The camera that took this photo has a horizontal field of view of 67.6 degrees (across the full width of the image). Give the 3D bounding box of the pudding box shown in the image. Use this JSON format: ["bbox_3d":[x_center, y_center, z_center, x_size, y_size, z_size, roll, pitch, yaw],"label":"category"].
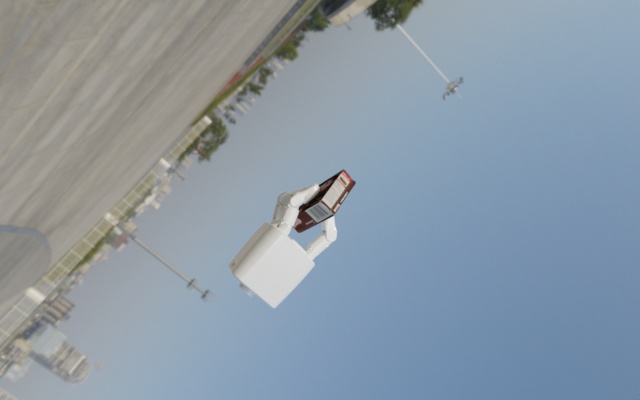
[{"bbox_3d":[0.000,0.003,0.838,0.113,0.039,0.090,-27,22,49],"label":"pudding box"}]
